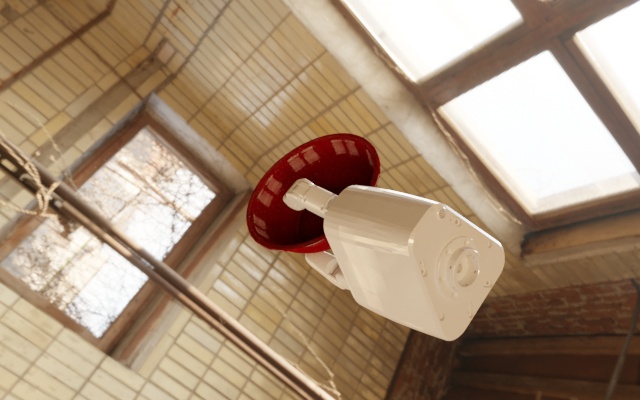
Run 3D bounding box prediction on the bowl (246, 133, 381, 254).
[{"bbox_3d":[0.000,0.001,0.526,0.162,0.162,0.055,0,-38,36],"label":"bowl"}]
